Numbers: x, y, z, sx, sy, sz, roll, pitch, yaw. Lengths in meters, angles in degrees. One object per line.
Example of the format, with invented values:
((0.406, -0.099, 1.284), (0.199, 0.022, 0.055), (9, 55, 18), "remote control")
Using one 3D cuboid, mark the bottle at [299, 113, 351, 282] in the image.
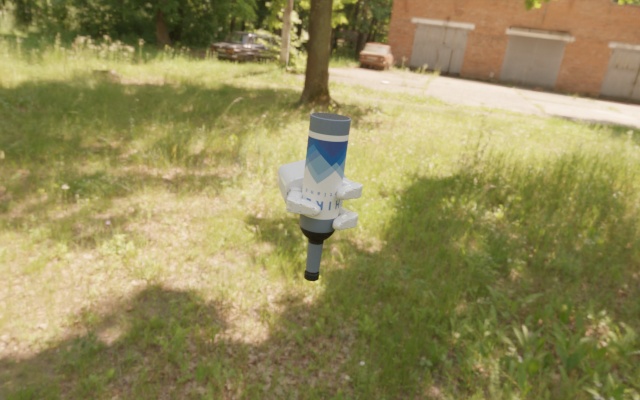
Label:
((0.000, 0.002, 0.817), (0.069, 0.296, 0.069), (6, 19, -2), "bottle")
